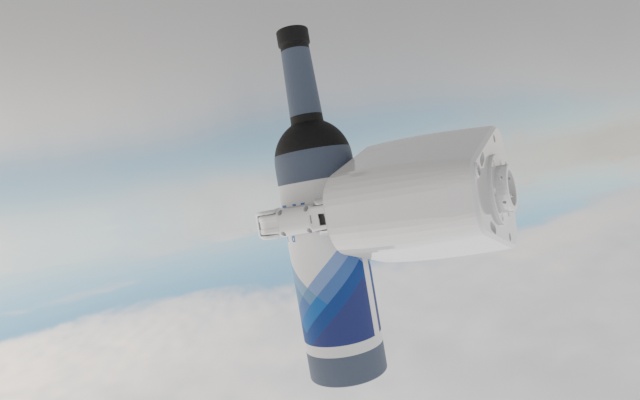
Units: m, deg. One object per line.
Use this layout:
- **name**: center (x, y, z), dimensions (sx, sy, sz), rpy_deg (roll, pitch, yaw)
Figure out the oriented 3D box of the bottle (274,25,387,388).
- **bottle**: center (0.000, 0.002, 0.406), dimensions (0.069, 0.295, 0.069), rpy_deg (-10, 1, 0)
